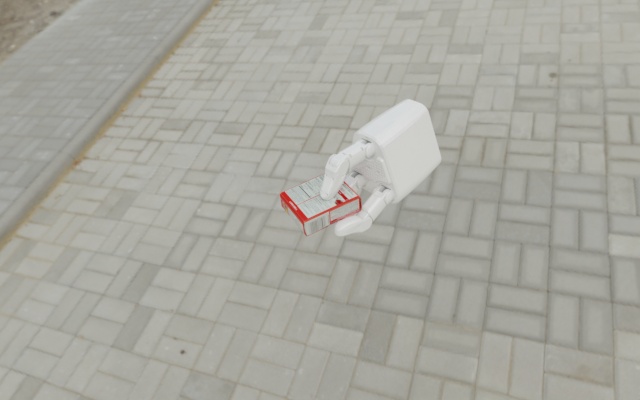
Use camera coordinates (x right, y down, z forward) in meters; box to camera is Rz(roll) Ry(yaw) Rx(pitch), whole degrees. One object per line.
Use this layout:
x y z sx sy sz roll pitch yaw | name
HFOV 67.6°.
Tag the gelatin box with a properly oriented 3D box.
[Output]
0.000 0.002 0.650 0.089 0.030 0.073 -24 43 -19 | gelatin box
